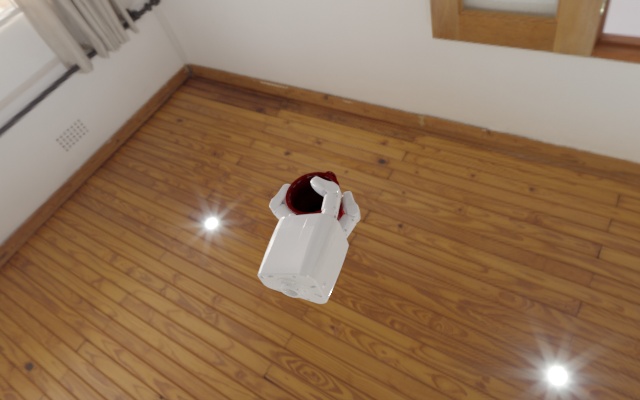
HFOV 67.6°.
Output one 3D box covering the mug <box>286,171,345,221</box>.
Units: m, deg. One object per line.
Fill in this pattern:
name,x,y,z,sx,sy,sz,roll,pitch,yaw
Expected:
mug,0.001,0.002,0.825,0.093,0.117,0.082,9,-35,24
